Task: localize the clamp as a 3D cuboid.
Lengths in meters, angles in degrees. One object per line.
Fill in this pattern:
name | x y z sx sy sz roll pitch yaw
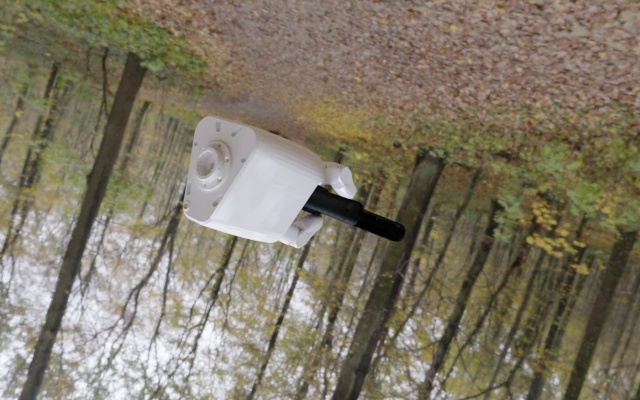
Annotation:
clamp | -0.001 0.002 0.597 0.210 0.036 0.164 21 -3 36
